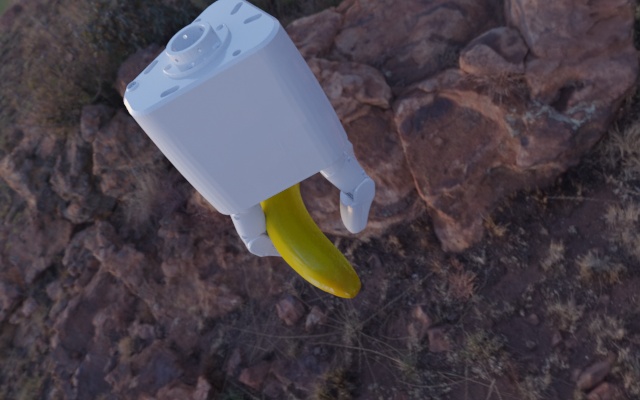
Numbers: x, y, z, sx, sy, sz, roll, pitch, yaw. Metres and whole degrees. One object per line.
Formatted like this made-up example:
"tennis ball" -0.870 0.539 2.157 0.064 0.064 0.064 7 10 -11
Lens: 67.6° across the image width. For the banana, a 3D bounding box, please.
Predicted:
"banana" -0.018 0.004 0.408 0.069 0.197 0.037 -15 -45 4
